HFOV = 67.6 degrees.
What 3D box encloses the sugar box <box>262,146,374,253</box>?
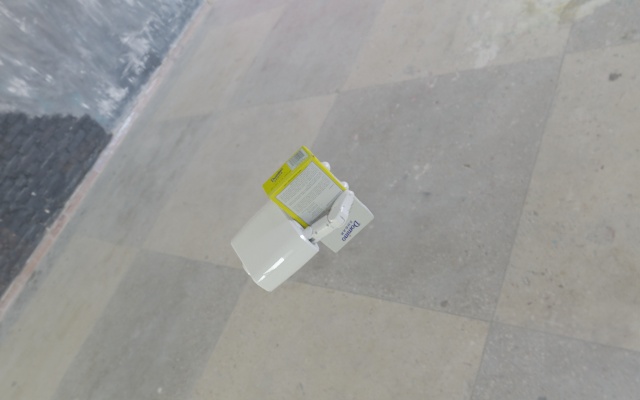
[{"bbox_3d":[0.000,0.002,0.768,0.176,0.093,0.048,43,7,-39],"label":"sugar box"}]
